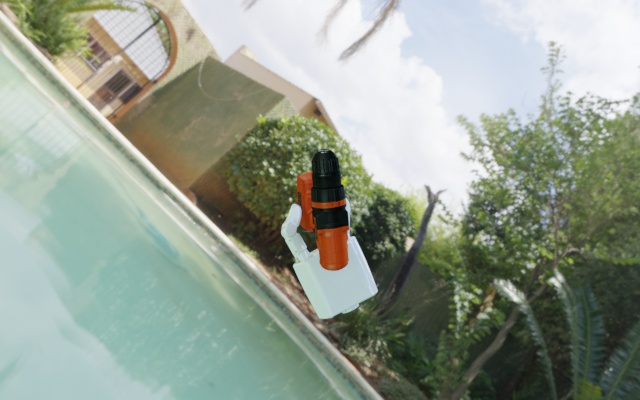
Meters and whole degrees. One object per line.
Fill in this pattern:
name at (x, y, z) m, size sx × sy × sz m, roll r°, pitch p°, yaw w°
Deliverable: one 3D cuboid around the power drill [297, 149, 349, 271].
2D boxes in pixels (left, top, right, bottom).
power drill at (0.000, 0.003, 0.776) m, size 0.057 × 0.184 × 0.187 m, roll -5°, pitch 12°, yaw -8°
